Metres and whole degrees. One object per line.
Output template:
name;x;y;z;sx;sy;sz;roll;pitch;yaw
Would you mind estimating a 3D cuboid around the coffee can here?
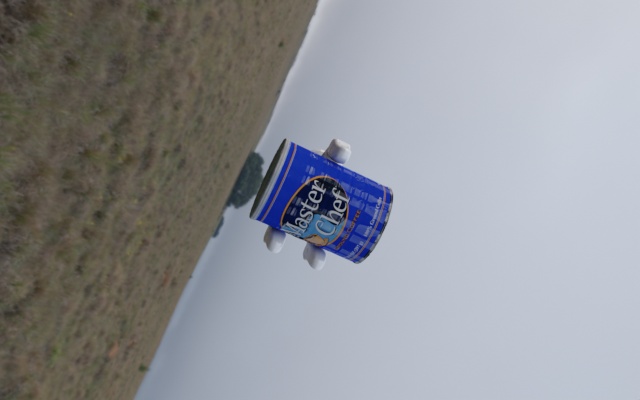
coffee can;0.000;0.002;0.568;0.140;0.103;0.103;24;-5;-11
